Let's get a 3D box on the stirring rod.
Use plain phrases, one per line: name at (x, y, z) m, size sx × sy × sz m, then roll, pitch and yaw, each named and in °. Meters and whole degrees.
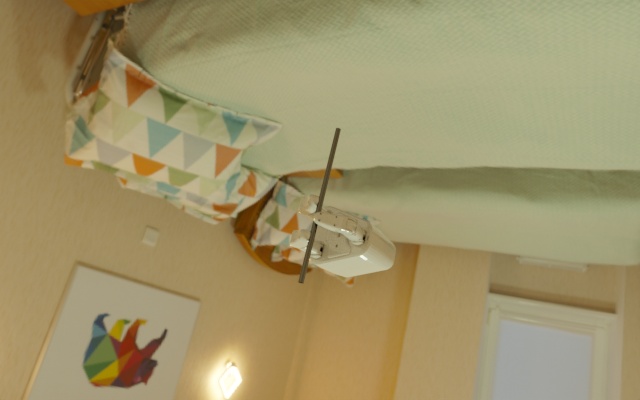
stirring rod at (0.000, 0.002, 0.696) m, size 0.011 × 0.239 × 0.011 m, roll 13°, pitch -17°, yaw 4°
